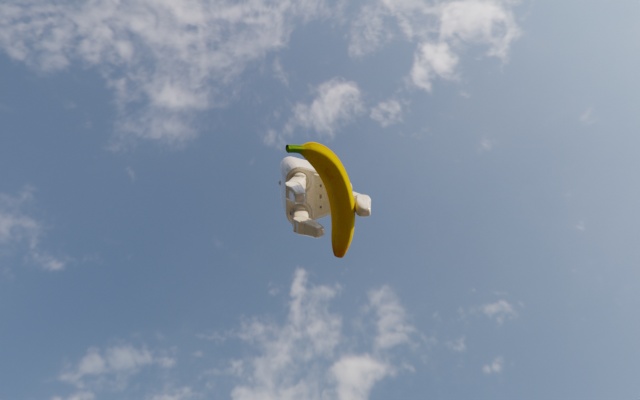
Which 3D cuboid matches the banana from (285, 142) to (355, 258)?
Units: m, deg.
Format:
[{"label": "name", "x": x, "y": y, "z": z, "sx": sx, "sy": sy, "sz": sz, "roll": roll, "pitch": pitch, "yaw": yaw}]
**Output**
[{"label": "banana", "x": 0.015, "y": -0.009, "z": 0.700, "sx": 0.069, "sy": 0.198, "sz": 0.037, "roll": -28, "pitch": 23, "yaw": -9}]
